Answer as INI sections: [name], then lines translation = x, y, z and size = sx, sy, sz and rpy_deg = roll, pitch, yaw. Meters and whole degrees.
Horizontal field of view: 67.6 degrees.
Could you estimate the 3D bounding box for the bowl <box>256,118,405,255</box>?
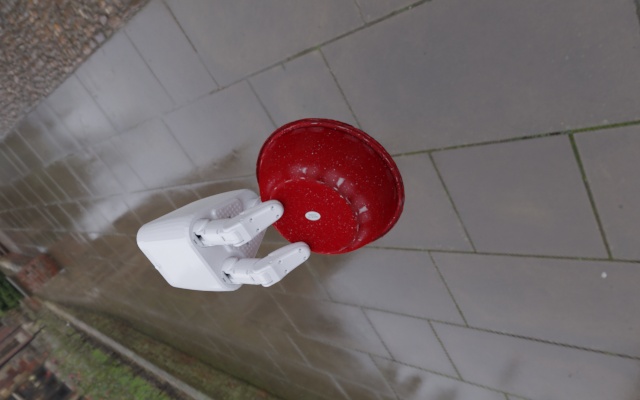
[bowl]
translation = 0.001, 0.001, 0.478
size = 0.162, 0.162, 0.055
rpy_deg = 0, 36, 21
